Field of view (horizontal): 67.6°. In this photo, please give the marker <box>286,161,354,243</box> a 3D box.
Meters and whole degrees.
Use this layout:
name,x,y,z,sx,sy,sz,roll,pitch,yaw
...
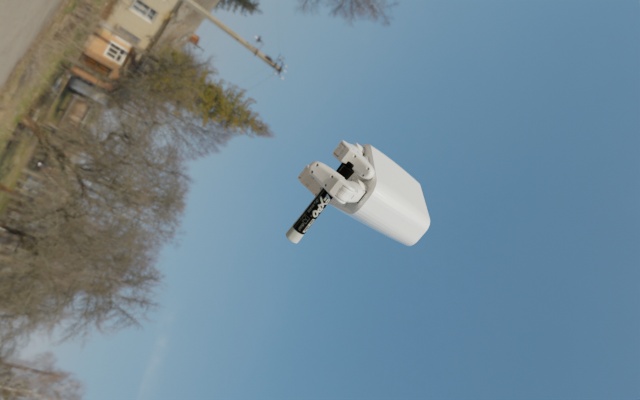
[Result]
name,x,y,z,sx,sy,sz,roll,pitch,yaw
marker,0.000,0.002,0.578,0.020,0.121,0.020,35,16,-11
